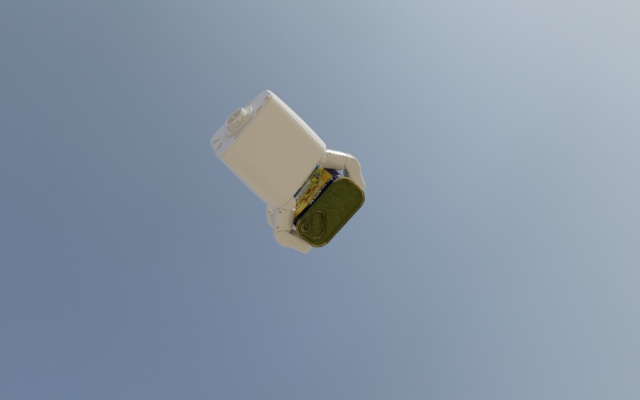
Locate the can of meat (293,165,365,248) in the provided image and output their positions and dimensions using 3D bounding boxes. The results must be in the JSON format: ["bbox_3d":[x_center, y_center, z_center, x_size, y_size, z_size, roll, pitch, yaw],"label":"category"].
[{"bbox_3d":[0.000,0.002,0.666,0.057,0.102,0.084,40,3,-30],"label":"can of meat"}]
